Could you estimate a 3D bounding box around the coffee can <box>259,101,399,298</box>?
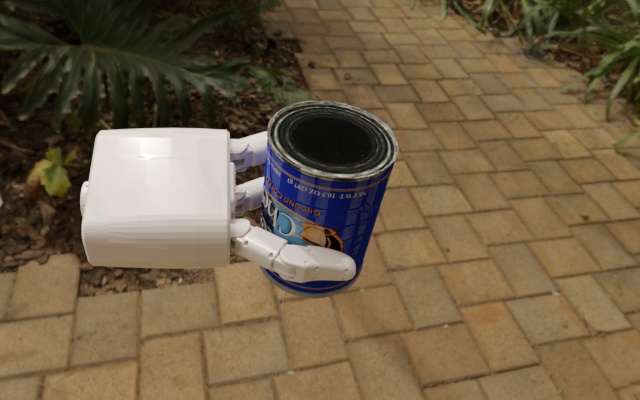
[{"bbox_3d":[0.000,0.002,0.412,0.103,0.140,0.102,6,42,-6],"label":"coffee can"}]
